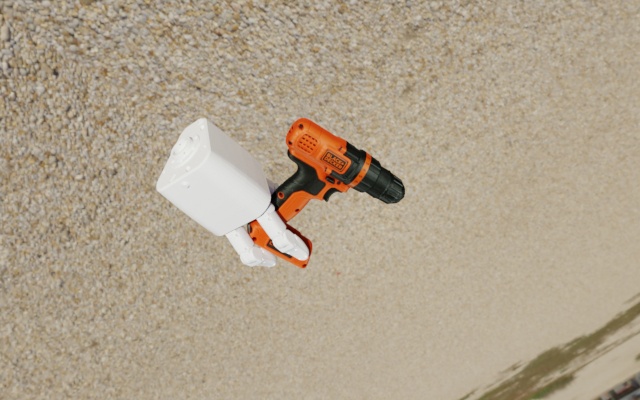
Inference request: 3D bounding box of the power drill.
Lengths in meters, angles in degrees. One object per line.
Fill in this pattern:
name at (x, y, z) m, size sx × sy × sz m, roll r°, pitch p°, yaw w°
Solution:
power drill at (0.000, 0.002, 0.662) m, size 0.184 × 0.188 × 0.057 m, roll 31°, pitch 18°, yaw -16°
